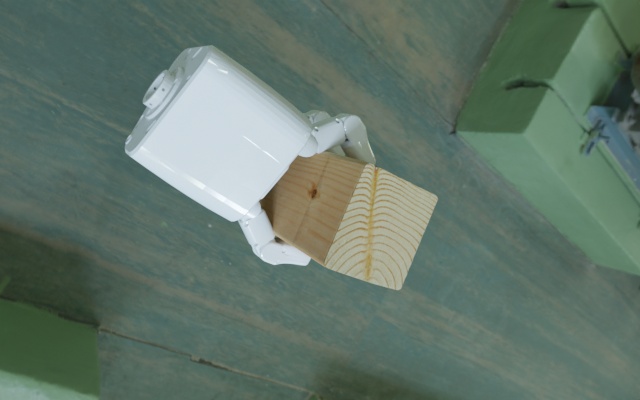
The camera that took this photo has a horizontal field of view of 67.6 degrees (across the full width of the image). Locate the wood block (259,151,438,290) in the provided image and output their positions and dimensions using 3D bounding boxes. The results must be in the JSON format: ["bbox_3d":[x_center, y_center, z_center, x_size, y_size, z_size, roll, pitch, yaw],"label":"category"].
[{"bbox_3d":[0.000,0.002,0.474,0.090,0.091,0.206,22,1,-34],"label":"wood block"}]
